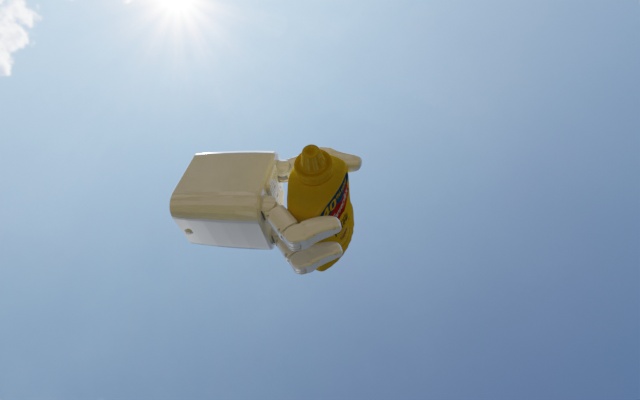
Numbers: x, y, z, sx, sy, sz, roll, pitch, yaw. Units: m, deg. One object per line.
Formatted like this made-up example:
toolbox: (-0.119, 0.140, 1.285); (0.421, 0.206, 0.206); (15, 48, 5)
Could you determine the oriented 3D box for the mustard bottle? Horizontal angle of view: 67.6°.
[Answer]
mustard bottle: (0.000, 0.002, 0.557); (0.058, 0.096, 0.192); (23, -27, 21)
